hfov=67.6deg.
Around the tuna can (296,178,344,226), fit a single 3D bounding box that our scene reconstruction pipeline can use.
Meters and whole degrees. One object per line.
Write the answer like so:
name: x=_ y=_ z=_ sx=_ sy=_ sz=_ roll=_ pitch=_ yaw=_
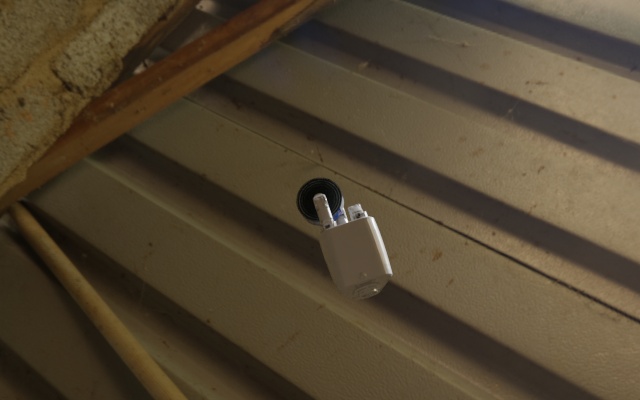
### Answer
tuna can: x=0.000 y=0.003 z=0.887 sx=0.086 sy=0.086 sz=0.034 roll=0 pitch=-21 yaw=10
